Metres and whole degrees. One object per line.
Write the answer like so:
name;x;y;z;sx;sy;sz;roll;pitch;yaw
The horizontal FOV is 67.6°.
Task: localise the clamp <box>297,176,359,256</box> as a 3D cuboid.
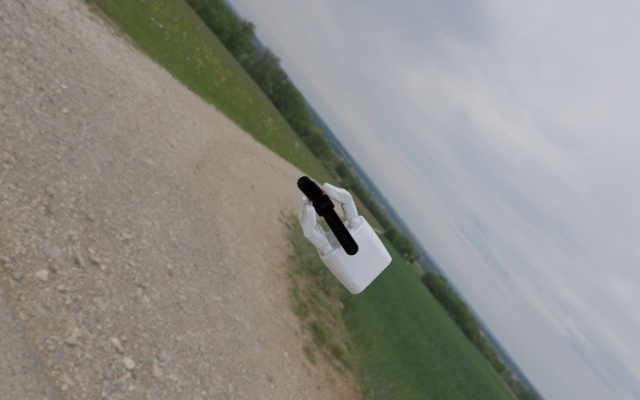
clamp;0.001;0.002;0.894;0.036;0.164;0.210;-34;20;2
